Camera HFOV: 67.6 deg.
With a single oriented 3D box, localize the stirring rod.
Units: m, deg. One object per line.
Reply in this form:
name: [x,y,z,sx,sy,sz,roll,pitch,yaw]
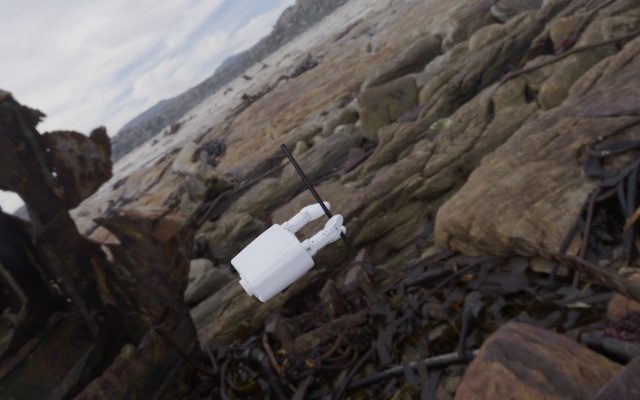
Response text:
stirring rod: [0.000,0.003,0.832,0.011,0.239,0.011,-31,16,10]
